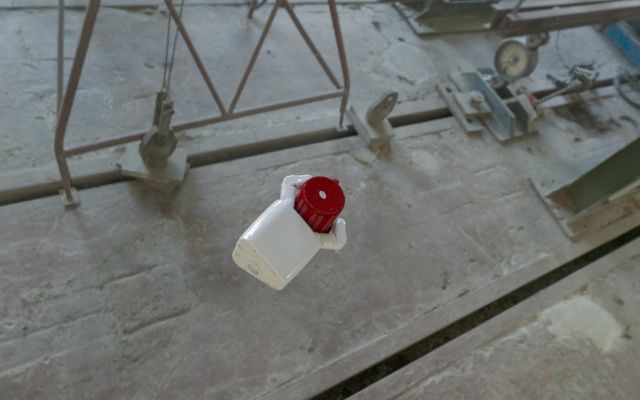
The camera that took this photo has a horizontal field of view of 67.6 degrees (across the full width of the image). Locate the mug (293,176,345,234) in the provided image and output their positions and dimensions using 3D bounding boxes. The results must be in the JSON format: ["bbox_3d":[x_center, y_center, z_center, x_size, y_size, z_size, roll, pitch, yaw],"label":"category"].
[{"bbox_3d":[0.001,0.002,0.862,0.117,0.093,0.081,-48,-5,-37],"label":"mug"}]
